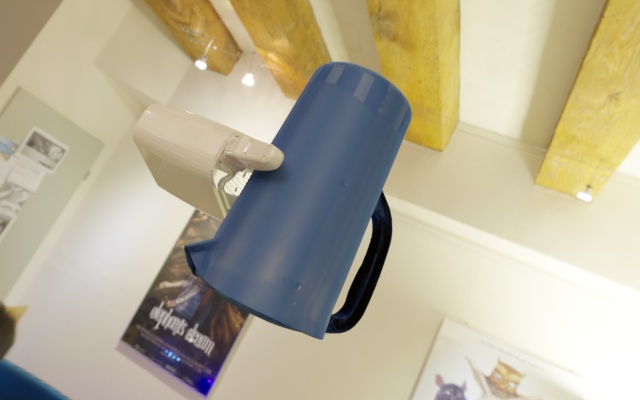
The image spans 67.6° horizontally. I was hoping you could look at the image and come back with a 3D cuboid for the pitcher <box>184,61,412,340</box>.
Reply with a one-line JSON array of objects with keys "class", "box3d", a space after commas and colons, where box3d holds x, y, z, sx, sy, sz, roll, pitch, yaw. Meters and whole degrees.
[{"class": "pitcher", "box3d": [0.000, 0.001, 0.458, 0.145, 0.242, 0.149, 23, -13, 20]}]
